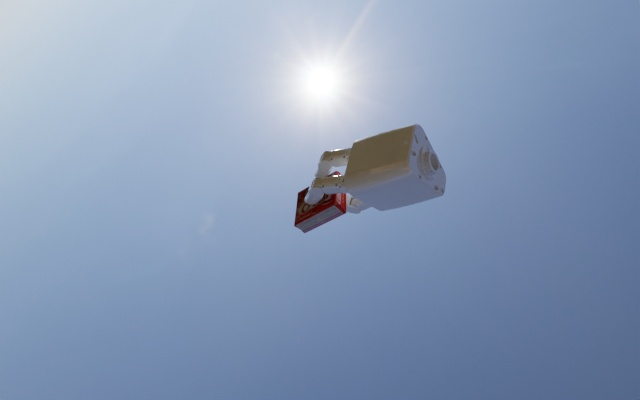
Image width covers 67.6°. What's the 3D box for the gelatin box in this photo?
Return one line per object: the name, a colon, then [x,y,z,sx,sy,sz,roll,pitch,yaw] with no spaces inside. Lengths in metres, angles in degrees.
gelatin box: [0.000,0.003,0.771,0.089,0.073,0.030,-28,-51,31]
